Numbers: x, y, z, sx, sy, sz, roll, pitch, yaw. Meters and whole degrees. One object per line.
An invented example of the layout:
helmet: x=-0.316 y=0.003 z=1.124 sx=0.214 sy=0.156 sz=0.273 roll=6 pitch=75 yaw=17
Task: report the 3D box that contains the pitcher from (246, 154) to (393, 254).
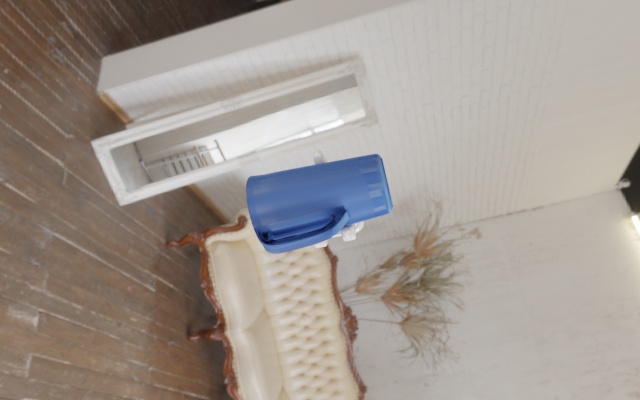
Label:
pitcher: x=0.000 y=0.003 z=0.839 sx=0.243 sy=0.149 sz=0.145 roll=-13 pitch=-7 yaw=9
